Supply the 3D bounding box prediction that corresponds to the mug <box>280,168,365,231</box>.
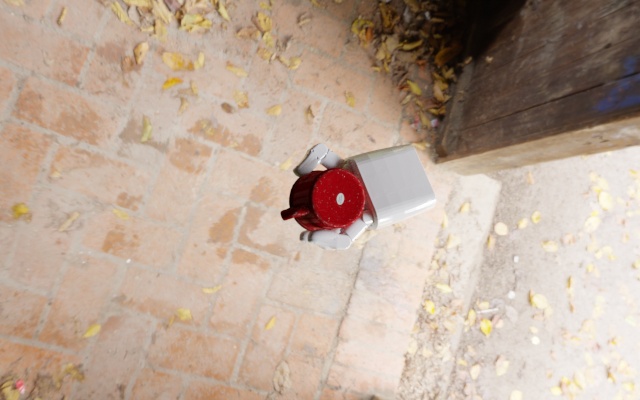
[{"bbox_3d":[-0.001,0.002,0.663,0.117,0.093,0.081,-17,2,-20],"label":"mug"}]
